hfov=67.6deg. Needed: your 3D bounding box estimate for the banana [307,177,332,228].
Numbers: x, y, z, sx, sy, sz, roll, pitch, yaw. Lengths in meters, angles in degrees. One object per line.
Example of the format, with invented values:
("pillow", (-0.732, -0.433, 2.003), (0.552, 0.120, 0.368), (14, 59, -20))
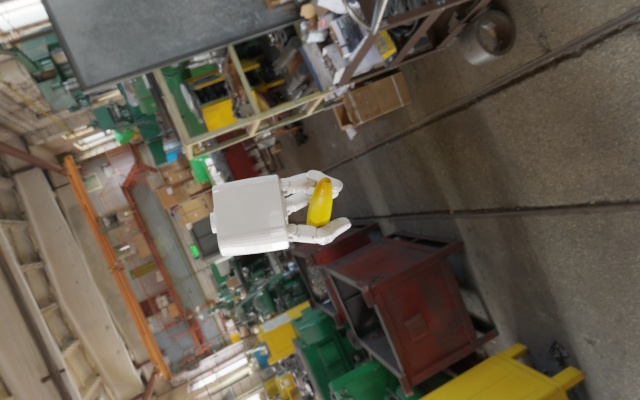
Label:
("banana", (-0.002, 0.021, 0.773), (0.037, 0.069, 0.198), (7, -14, 1))
